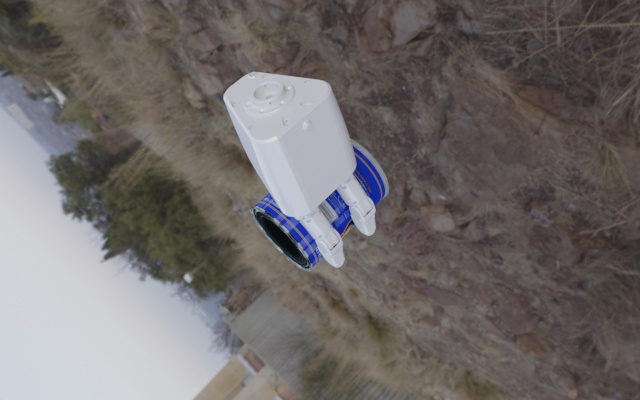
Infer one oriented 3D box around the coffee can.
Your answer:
[{"bbox_3d":[0.000,0.002,0.587,0.140,0.103,0.103,-43,16,-18],"label":"coffee can"}]
